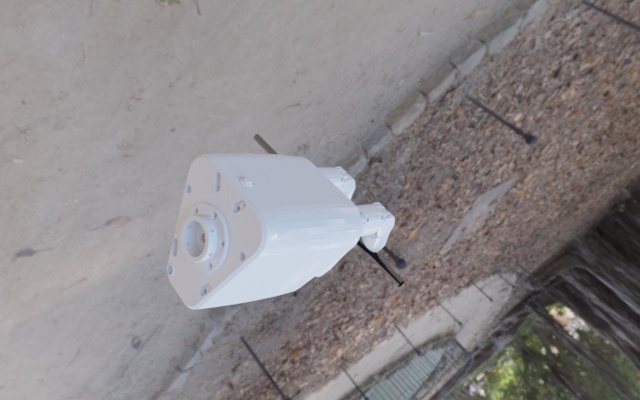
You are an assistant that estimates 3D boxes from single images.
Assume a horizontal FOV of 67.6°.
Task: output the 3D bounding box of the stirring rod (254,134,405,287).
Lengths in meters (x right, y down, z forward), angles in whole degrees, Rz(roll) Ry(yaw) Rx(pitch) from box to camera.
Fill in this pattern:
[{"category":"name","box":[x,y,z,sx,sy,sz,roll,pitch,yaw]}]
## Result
[{"category":"stirring rod","box":[0.000,0.002,0.496,0.239,0.011,0.011,45,26,28]}]
